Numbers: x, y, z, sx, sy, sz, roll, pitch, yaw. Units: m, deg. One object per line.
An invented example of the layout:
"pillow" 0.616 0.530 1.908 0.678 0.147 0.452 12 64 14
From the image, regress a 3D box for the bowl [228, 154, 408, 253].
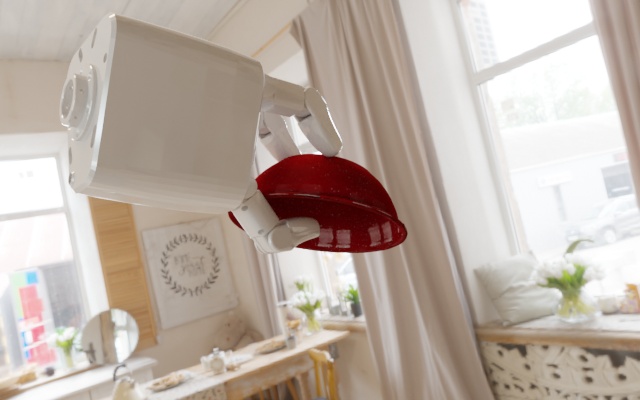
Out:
"bowl" 0.001 0.002 0.440 0.162 0.055 0.162 7 -21 3
